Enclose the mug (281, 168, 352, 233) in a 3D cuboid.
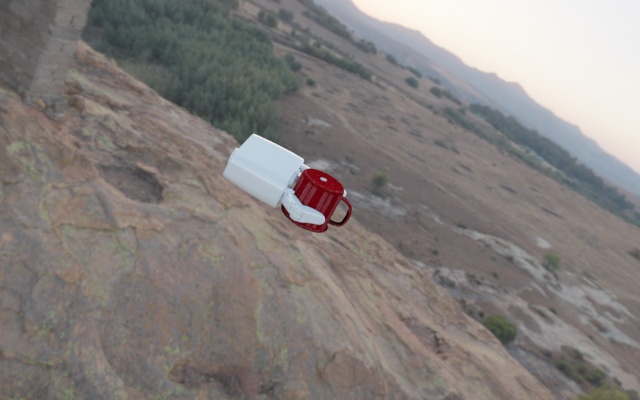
[{"bbox_3d":[0.001,0.003,0.836,0.117,0.081,0.093,28,21,-1],"label":"mug"}]
